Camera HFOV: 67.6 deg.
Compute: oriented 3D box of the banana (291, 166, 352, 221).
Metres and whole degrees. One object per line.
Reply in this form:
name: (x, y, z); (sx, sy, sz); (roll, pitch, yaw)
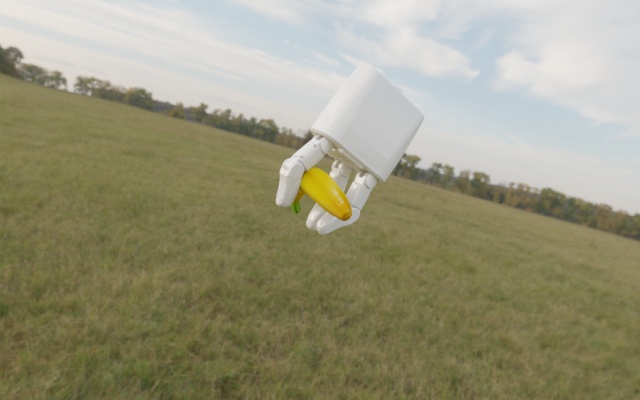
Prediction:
banana: (-0.010, -0.014, 0.617); (0.037, 0.069, 0.198); (-33, 12, -15)
